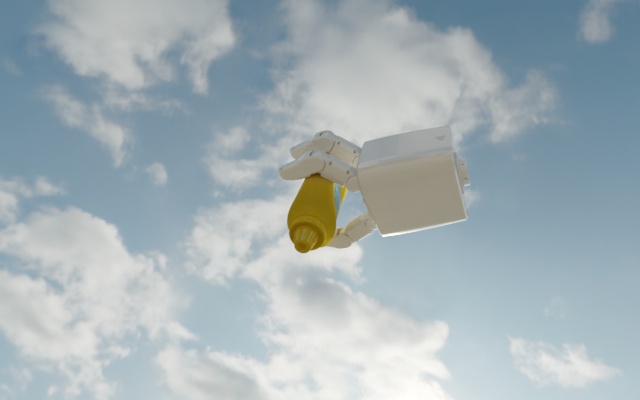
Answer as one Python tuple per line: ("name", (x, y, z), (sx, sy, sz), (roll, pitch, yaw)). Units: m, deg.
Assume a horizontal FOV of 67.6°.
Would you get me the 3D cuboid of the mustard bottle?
("mustard bottle", (0.000, 0.002, 0.588), (0.058, 0.096, 0.191), (11, 32, 6))
